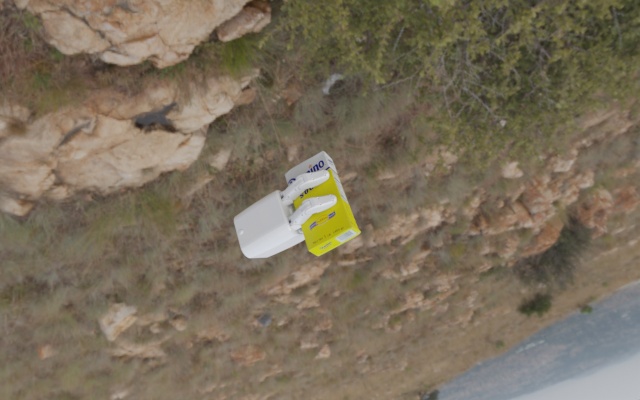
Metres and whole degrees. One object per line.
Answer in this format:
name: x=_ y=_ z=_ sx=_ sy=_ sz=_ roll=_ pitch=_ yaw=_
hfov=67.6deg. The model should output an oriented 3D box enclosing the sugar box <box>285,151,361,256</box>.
sugar box: x=0.000 y=0.003 z=0.880 sx=0.093 sy=0.176 sz=0.048 roll=-29 pitch=-30 yaw=15
